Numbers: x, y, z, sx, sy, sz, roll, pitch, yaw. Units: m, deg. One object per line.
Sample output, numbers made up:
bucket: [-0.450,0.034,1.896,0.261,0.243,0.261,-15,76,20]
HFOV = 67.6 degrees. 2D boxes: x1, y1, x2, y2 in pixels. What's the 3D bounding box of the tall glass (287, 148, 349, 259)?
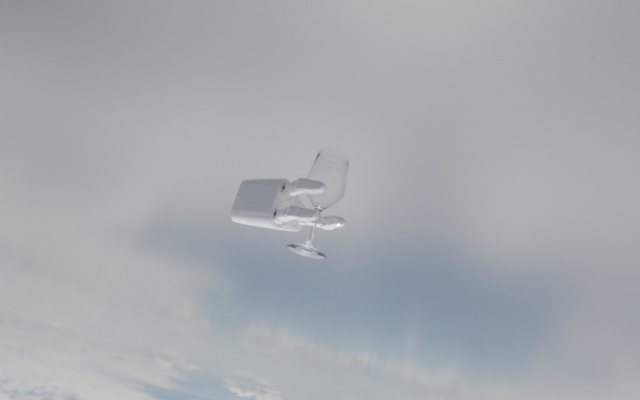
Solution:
tall glass: [0.000,0.004,0.898,0.079,0.201,0.079,15,-20,5]
